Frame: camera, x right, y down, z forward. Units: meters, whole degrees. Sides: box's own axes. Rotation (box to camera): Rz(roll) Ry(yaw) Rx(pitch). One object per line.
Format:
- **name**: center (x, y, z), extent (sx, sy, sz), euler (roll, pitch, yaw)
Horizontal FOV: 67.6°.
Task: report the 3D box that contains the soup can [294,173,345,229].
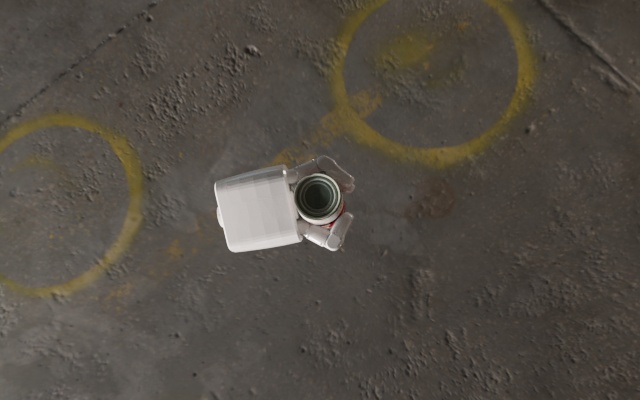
- **soup can**: center (0.001, 0.002, 0.695), extent (0.068, 0.068, 0.102), euler (0, -10, 5)
